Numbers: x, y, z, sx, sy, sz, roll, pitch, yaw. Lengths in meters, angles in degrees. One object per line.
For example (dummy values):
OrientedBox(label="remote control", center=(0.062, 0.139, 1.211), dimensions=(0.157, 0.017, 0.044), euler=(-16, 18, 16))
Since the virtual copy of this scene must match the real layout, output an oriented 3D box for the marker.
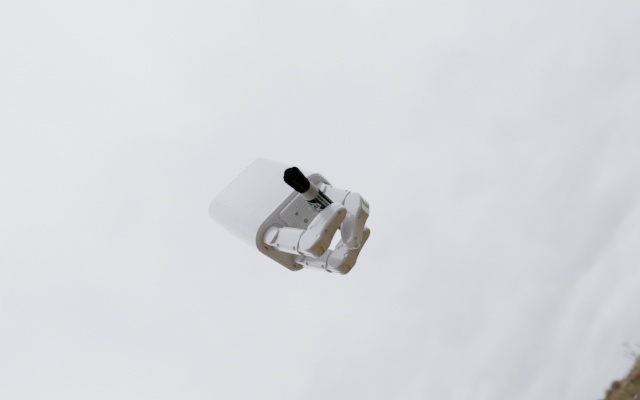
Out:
OrientedBox(label="marker", center=(0.000, 0.002, 0.486), dimensions=(0.020, 0.020, 0.121), euler=(0, -28, 35))
